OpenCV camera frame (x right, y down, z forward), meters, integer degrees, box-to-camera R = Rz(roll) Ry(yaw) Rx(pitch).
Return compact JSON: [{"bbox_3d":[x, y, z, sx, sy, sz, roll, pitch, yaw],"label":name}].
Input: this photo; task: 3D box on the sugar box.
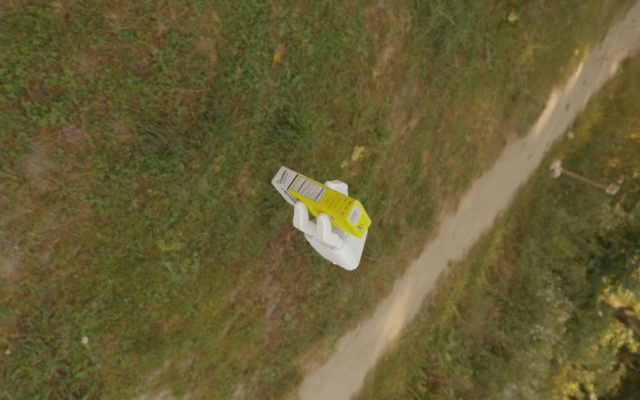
[{"bbox_3d":[0.000,0.003,0.876,0.176,0.048,0.093,23,-17,31],"label":"sugar box"}]
